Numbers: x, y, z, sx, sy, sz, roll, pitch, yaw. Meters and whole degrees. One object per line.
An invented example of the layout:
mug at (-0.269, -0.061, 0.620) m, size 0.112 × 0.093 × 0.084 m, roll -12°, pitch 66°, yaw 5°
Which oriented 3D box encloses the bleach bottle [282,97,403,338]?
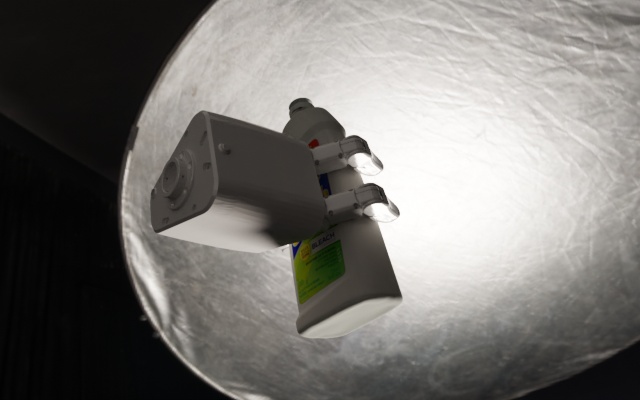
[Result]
bleach bottle at (0.000, 0.002, 0.486) m, size 0.068 × 0.250 × 0.102 m, roll 15°, pitch -42°, yaw -41°
